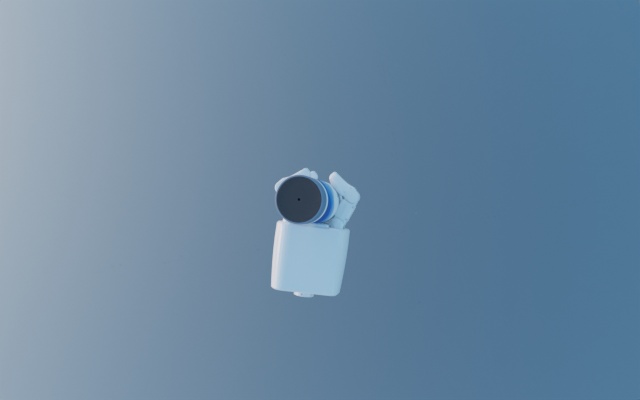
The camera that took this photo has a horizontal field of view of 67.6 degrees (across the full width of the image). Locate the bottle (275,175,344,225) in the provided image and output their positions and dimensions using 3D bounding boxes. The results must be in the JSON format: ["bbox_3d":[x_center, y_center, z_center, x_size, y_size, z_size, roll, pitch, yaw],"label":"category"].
[{"bbox_3d":[0.000,0.002,0.776,0.069,0.069,0.296,0,-1,11],"label":"bottle"}]
